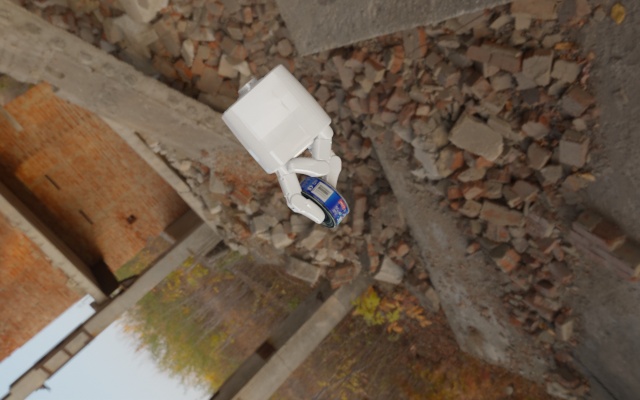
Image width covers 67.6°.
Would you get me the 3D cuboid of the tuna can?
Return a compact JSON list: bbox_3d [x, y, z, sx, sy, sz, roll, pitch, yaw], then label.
[{"bbox_3d":[0.000,0.003,0.723,0.086,0.033,0.086,36,-19,15],"label":"tuna can"}]
